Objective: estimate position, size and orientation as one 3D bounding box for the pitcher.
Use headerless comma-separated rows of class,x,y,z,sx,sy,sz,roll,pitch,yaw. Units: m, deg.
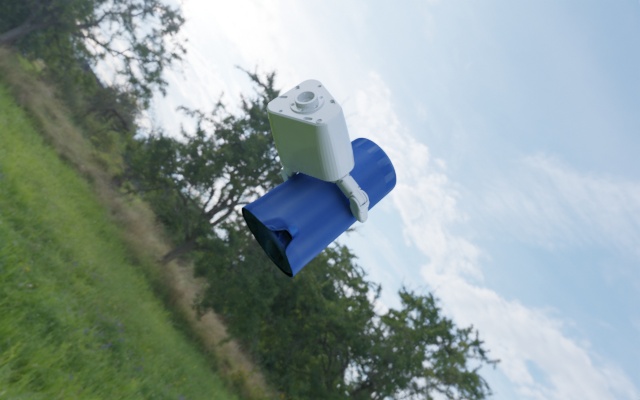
pitcher,0.000,0.002,0.784,0.243,0.145,0.149,-36,50,-19
